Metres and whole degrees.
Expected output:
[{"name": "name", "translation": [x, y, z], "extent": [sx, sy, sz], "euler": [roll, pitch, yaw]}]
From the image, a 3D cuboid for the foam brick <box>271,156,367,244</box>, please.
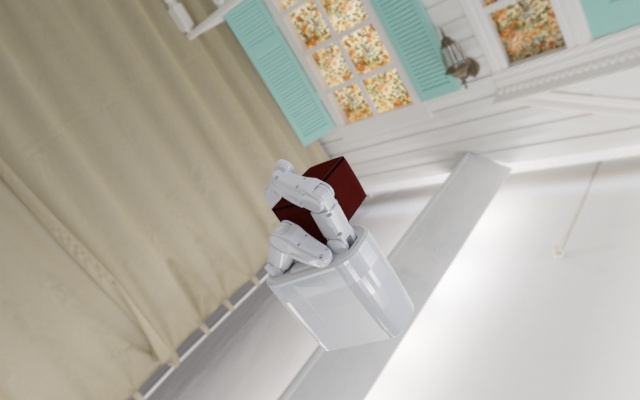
[{"name": "foam brick", "translation": [0.000, 0.001, 0.484], "extent": [0.053, 0.051, 0.078], "euler": [-13, 28, 46]}]
